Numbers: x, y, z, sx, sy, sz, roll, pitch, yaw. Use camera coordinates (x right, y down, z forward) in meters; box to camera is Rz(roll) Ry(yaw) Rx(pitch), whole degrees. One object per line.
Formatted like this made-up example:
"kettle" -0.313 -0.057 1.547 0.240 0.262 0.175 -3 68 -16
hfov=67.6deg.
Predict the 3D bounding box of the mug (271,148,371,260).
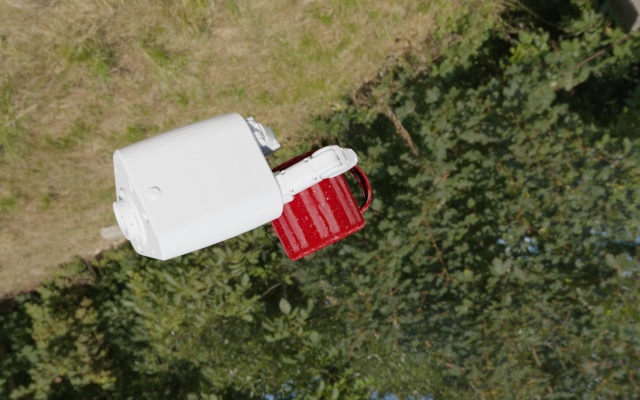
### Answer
"mug" 0.001 0.001 0.468 0.117 0.081 0.093 -23 -7 -30
